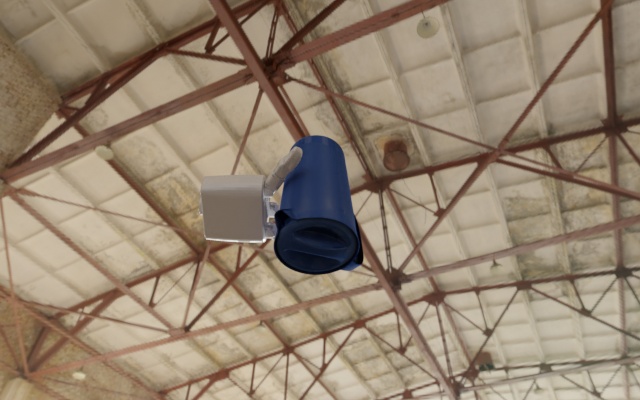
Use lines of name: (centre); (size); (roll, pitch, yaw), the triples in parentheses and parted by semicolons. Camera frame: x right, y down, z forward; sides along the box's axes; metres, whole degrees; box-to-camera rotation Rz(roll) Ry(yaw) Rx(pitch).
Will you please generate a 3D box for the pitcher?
pitcher: (0.000, 0.003, 0.826); (0.145, 0.149, 0.242); (-1, 42, 1)
